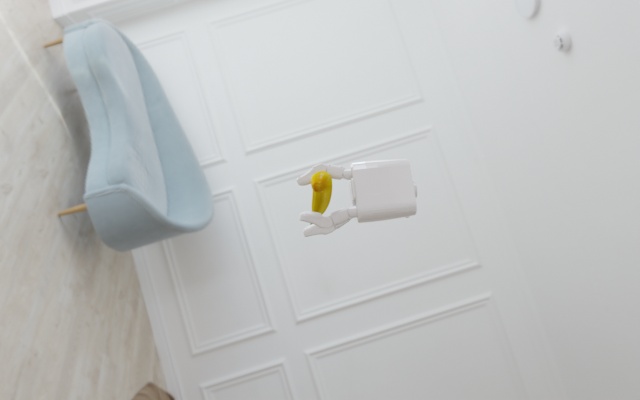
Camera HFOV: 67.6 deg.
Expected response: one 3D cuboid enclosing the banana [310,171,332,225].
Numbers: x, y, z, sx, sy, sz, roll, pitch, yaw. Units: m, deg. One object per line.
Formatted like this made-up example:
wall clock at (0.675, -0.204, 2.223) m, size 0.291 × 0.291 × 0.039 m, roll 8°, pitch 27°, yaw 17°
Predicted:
banana at (0.002, -0.013, 0.852) m, size 0.037 × 0.069 × 0.198 m, roll 6°, pitch -22°, yaw 1°
